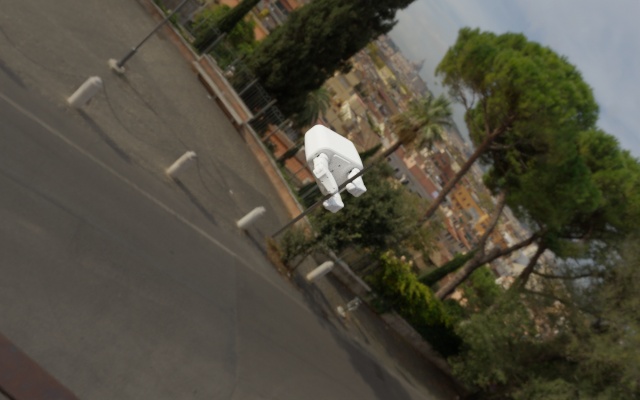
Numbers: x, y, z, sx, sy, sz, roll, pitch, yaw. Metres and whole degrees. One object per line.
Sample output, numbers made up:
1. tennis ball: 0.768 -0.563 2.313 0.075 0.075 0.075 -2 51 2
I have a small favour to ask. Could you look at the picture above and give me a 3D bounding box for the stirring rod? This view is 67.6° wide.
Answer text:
1. stirring rod: 0.000 0.003 0.883 0.239 0.011 0.011 -36 -12 18
